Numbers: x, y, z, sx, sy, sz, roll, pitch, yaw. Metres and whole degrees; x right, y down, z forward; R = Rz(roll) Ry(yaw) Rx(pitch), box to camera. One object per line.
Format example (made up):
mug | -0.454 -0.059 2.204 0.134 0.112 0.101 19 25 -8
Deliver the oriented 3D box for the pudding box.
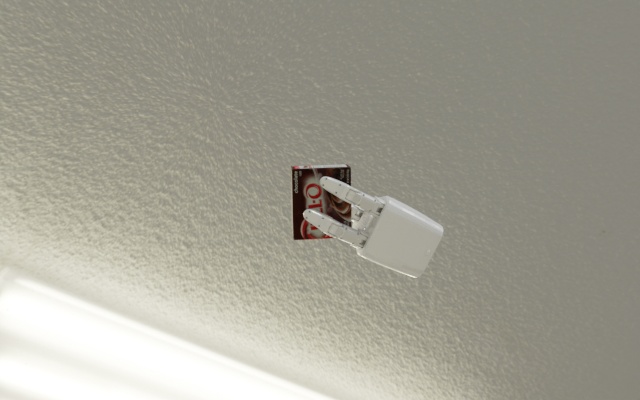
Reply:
pudding box | 0.000 0.002 0.730 0.090 0.113 0.039 -3 10 -8
